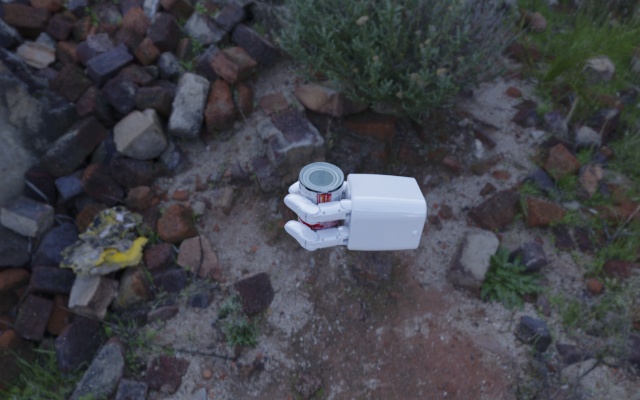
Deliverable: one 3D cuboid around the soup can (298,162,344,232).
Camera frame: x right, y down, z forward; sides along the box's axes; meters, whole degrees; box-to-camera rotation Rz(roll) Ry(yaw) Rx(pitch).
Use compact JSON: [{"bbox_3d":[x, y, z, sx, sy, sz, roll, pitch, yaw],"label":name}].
[{"bbox_3d":[0.000,0.002,0.718,0.068,0.102,0.068,2,43,-1],"label":"soup can"}]
